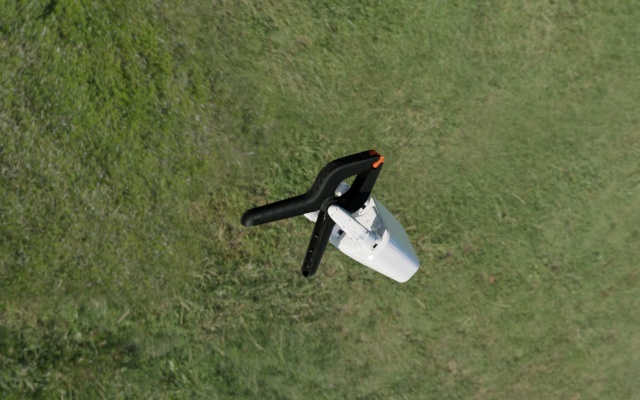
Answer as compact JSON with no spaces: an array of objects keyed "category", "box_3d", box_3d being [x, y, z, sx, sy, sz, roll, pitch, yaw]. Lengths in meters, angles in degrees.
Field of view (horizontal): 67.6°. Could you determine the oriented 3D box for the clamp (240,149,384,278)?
[{"category":"clamp","box_3d":[0.001,0.002,0.665,0.165,0.210,0.036,38,6,-42]}]
